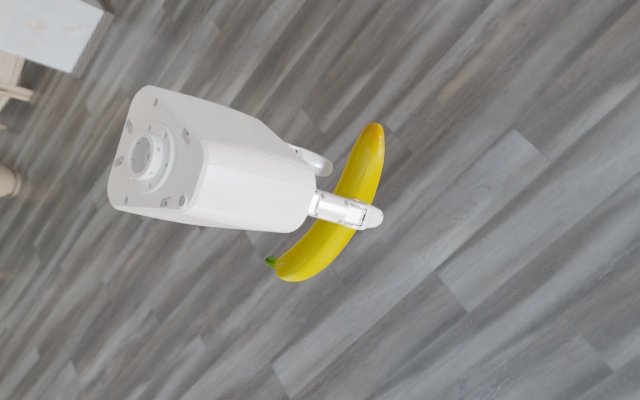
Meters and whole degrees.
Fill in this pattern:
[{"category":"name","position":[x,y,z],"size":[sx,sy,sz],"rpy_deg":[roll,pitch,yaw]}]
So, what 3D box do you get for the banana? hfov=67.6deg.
[{"category":"banana","position":[0.007,0.017,0.465],"size":[0.037,0.198,0.069],"rpy_deg":[13,33,-49]}]
